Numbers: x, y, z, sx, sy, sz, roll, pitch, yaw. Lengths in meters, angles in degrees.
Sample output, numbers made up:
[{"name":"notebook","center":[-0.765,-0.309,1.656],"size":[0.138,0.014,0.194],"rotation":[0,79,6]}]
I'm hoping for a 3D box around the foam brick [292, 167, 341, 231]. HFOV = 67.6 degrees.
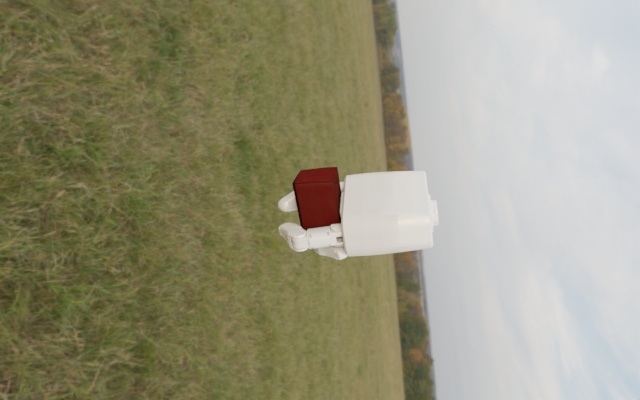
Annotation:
[{"name":"foam brick","center":[0.000,0.002,0.610],"size":[0.051,0.078,0.053],"rotation":[-5,24,12]}]
